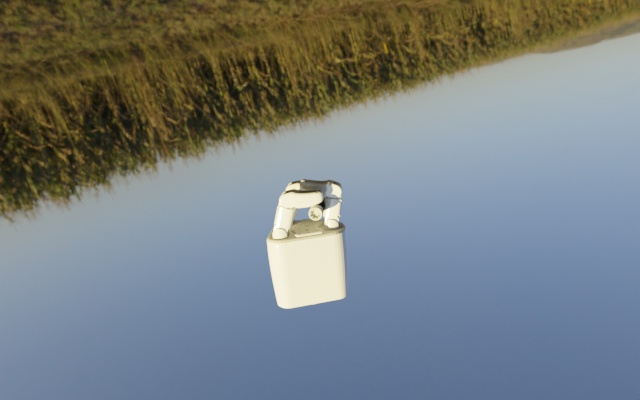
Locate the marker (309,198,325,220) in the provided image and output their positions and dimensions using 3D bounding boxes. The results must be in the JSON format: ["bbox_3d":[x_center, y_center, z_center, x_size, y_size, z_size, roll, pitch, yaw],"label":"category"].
[{"bbox_3d":[0.000,0.002,0.698,0.020,0.020,0.121,0,15,7],"label":"marker"}]
